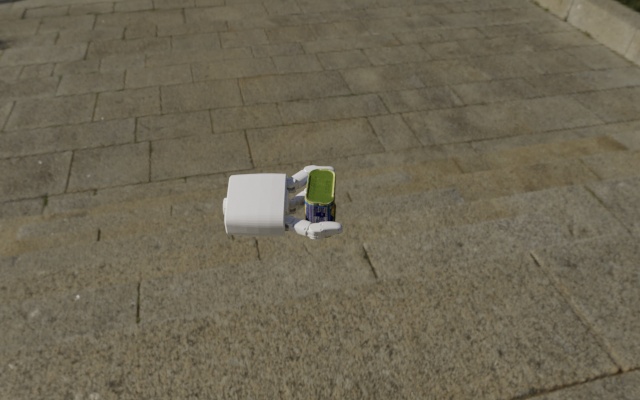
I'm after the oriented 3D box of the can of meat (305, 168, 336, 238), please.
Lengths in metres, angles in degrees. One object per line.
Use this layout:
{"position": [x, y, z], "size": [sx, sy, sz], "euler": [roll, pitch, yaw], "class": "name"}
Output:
{"position": [0.000, 0.003, 0.874], "size": [0.057, 0.084, 0.102], "euler": [3, 43, 2], "class": "can of meat"}
